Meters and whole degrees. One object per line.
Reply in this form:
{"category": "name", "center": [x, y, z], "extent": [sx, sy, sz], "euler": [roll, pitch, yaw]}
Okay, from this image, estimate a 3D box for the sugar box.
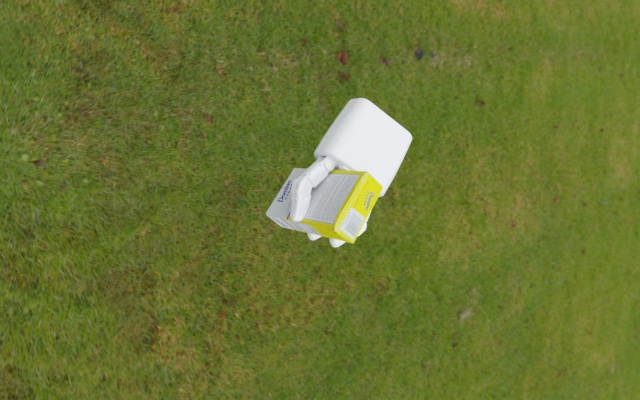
{"category": "sugar box", "center": [0.001, 0.002, 0.695], "extent": [0.048, 0.093, 0.176], "euler": [40, -18, -30]}
